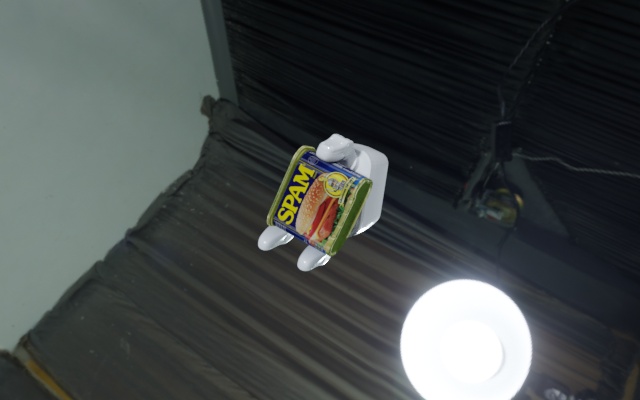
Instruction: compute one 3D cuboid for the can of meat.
[{"bbox_3d":[0.000,0.002,0.542,0.084,0.102,0.057,28,12,17],"label":"can of meat"}]
